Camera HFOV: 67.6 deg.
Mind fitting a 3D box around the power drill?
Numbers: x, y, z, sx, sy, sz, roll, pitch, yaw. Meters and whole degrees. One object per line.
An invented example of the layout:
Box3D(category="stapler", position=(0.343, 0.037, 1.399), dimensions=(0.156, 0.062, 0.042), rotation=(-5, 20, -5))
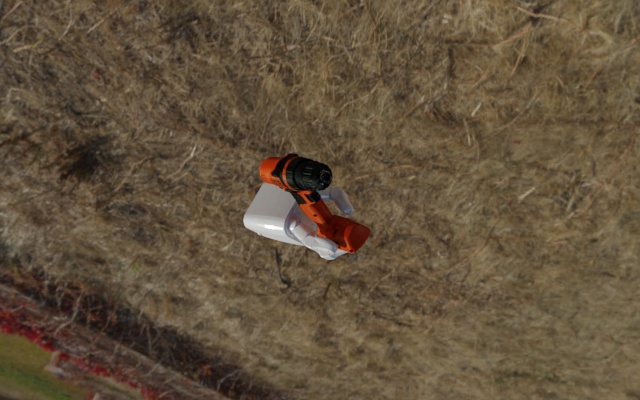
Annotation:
Box3D(category="power drill", position=(0.000, 0.003, 0.766), dimensions=(0.188, 0.057, 0.184), rotation=(51, -18, -27))
